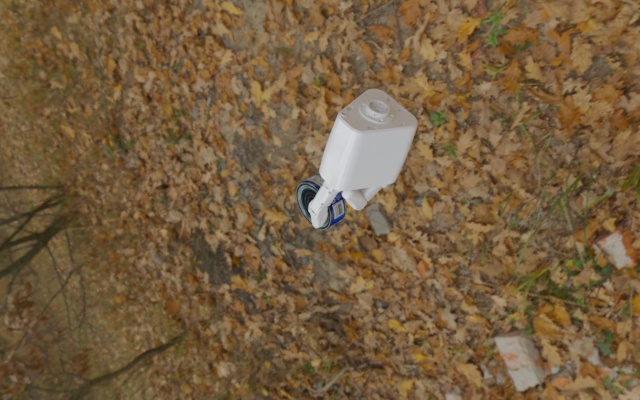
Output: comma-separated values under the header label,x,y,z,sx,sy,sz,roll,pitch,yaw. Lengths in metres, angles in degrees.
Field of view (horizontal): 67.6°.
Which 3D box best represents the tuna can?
label,x,y,z,sx,sy,sz,roll,pitch,yaw
tuna can,0.000,0.003,0.759,0.033,0.086,0.086,-30,17,-32
